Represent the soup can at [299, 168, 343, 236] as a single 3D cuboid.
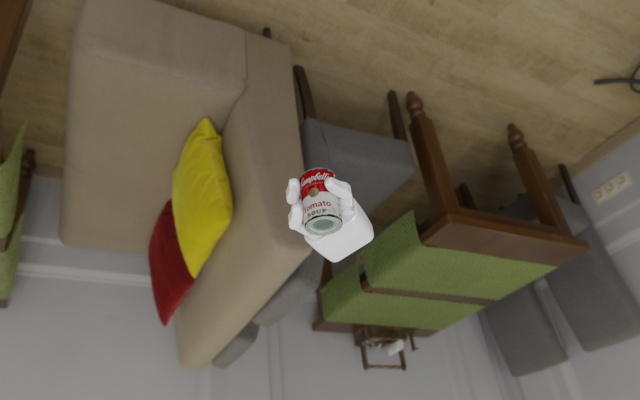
[{"bbox_3d":[0.000,0.003,0.841,0.068,0.102,0.069,-5,-34,-3],"label":"soup can"}]
